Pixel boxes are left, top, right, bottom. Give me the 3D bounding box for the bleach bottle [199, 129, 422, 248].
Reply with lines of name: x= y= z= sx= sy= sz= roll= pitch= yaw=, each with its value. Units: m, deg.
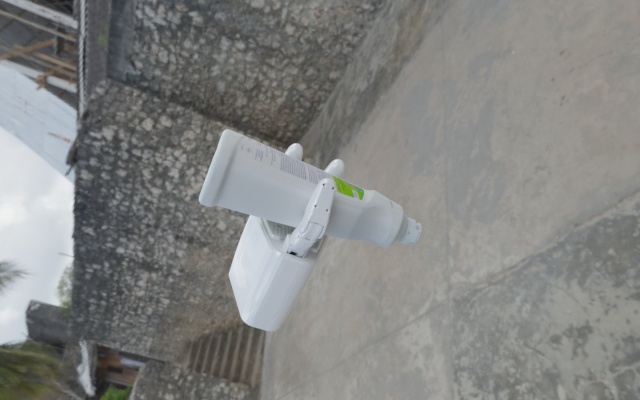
bleach bottle: x=0.000 y=0.002 z=0.532 sx=0.251 sy=0.068 sz=0.102 roll=20 pitch=23 yaw=-14
